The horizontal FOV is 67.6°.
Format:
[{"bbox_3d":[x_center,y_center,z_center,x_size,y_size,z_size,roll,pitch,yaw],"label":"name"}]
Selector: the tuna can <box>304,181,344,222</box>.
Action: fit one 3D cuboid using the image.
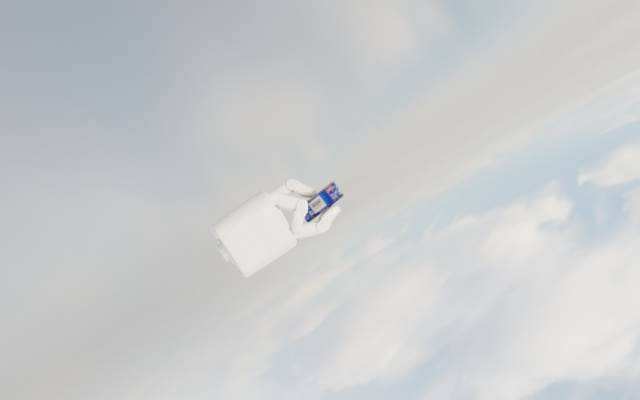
[{"bbox_3d":[0.001,0.003,0.873,0.086,0.034,0.086,-37,0,0],"label":"tuna can"}]
